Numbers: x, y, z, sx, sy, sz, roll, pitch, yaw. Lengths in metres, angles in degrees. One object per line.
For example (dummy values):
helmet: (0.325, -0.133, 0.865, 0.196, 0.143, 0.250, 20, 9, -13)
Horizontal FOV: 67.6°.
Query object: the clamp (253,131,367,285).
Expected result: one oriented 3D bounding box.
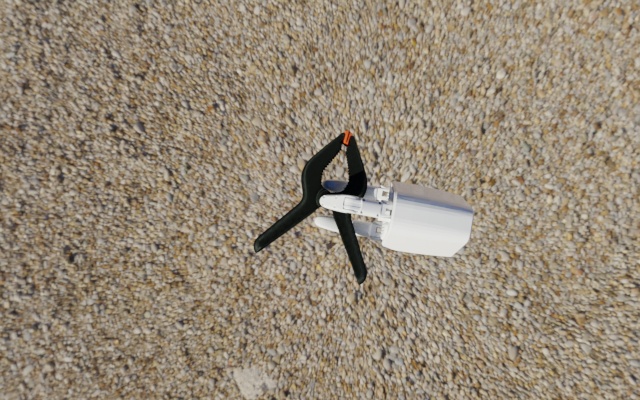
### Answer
clamp: (0.000, 0.002, 0.676, 0.164, 0.210, 0.036, 10, -3, 0)
